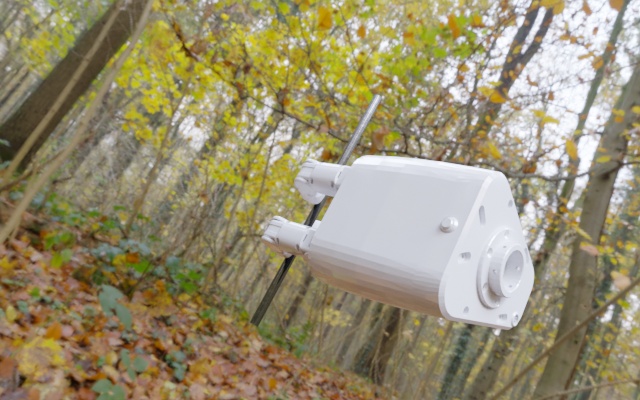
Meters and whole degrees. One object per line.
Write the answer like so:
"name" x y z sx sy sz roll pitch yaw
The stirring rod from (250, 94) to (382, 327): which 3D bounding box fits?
"stirring rod" 0.000 0.002 0.428 0.011 0.239 0.011 26 -16 8
